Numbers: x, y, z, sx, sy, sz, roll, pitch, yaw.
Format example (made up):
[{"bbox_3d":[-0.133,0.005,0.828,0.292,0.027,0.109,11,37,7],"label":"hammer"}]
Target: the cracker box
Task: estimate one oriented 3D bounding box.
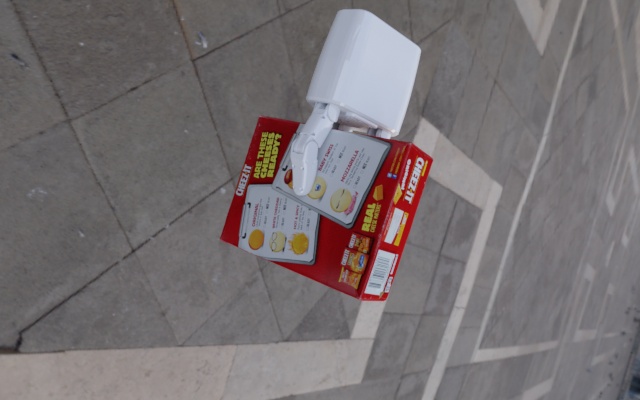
[{"bbox_3d":[0.000,0.002,0.547,0.213,0.164,0.072,16,-2,37],"label":"cracker box"}]
